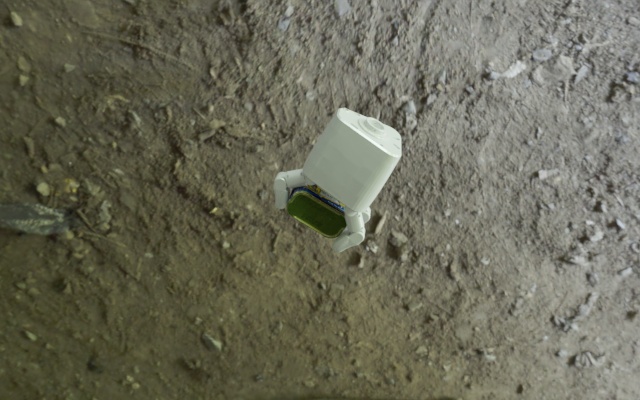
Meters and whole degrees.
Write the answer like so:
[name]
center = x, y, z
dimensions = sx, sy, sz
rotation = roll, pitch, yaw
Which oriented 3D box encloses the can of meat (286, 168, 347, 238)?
[can of meat]
center = 0.000, 0.003, 0.761
dimensions = 0.102, 0.057, 0.084
rotation = 31, 31, -10
